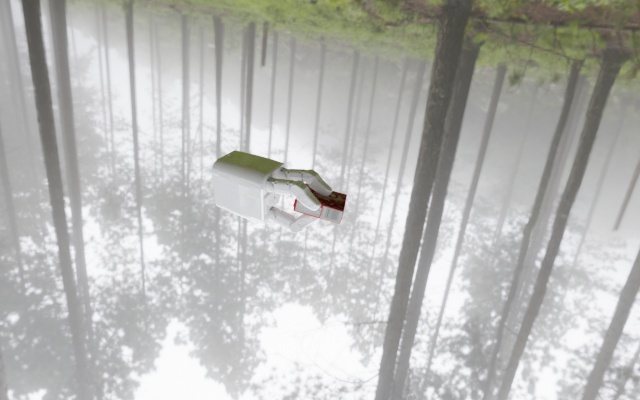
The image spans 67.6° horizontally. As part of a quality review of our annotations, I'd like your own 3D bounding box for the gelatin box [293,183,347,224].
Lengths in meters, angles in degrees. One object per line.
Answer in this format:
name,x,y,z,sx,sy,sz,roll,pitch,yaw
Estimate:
gelatin box,0.000,0.003,0.863,0.089,0.030,0.073,16,26,0
